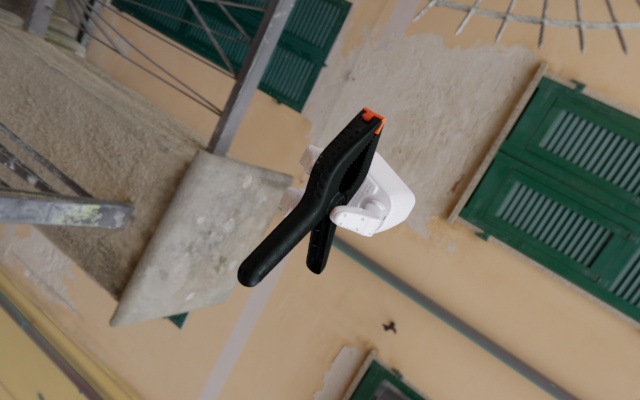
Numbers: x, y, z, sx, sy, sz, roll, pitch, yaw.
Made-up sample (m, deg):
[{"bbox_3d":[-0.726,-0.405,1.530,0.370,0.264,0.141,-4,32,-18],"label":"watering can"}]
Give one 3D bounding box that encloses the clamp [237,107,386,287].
[{"bbox_3d":[0.001,0.002,0.494,0.036,0.210,0.164,34,18,22],"label":"clamp"}]
